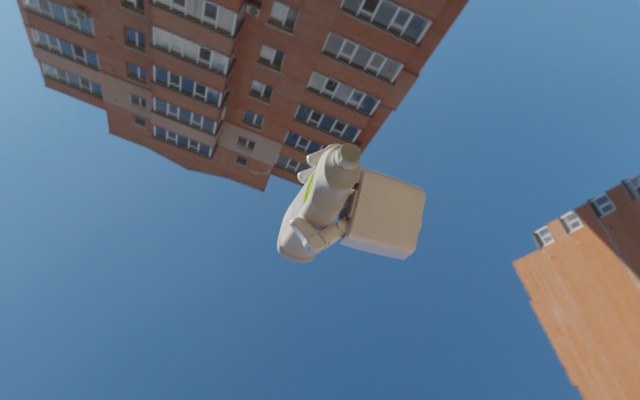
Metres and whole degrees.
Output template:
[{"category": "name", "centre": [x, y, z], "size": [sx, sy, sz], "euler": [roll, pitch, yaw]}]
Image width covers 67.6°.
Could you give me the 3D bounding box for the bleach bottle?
[{"category": "bleach bottle", "centre": [0.000, 0.002, 0.700], "size": [0.068, 0.102, 0.251], "euler": [16, -30, -10]}]
